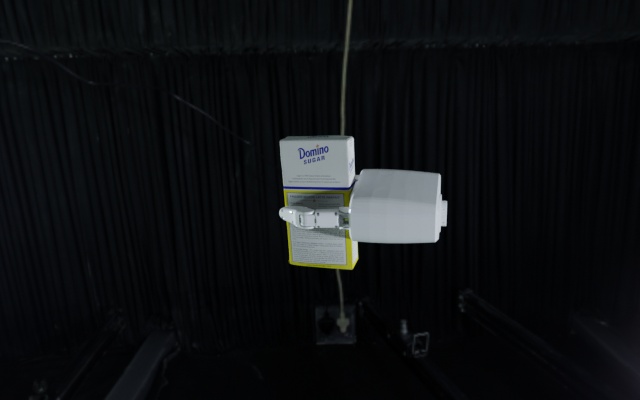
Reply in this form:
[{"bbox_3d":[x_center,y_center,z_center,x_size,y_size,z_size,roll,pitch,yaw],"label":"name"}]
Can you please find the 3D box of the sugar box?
[{"bbox_3d":[0.000,0.002,0.644,0.093,0.176,0.048,2,15,16],"label":"sugar box"}]
